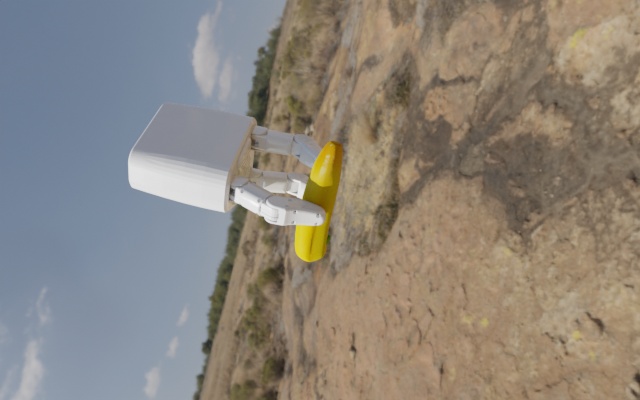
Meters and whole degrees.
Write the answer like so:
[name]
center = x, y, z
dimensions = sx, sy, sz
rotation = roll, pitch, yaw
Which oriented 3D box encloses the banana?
[banana]
center = -0.005, 0.019, 0.532
dimensions = 0.037, 0.069, 0.198
rotation = 14, -34, 4
